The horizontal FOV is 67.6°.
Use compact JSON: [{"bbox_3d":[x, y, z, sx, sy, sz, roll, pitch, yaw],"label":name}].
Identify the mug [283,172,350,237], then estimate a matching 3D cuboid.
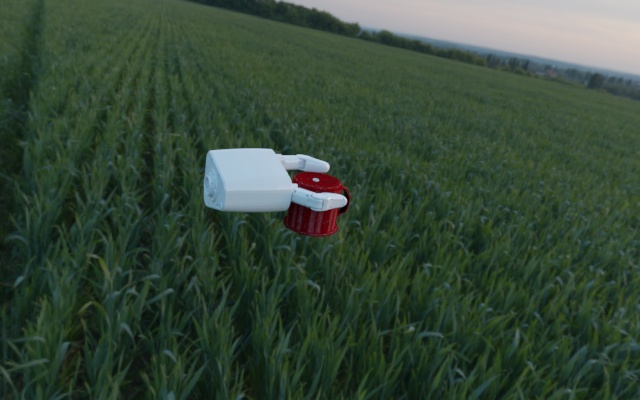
[{"bbox_3d":[0.001,0.002,0.787,0.117,0.081,0.093,-3,24,-30],"label":"mug"}]
